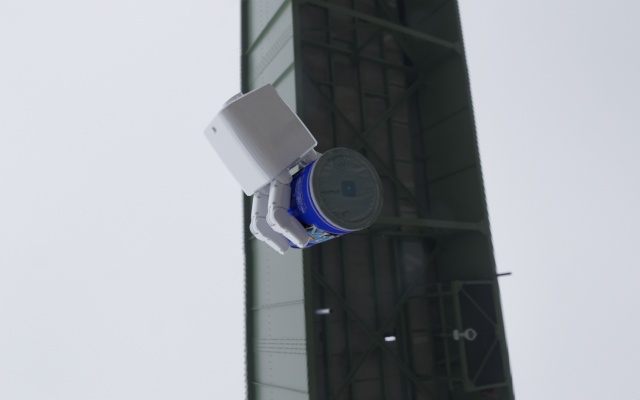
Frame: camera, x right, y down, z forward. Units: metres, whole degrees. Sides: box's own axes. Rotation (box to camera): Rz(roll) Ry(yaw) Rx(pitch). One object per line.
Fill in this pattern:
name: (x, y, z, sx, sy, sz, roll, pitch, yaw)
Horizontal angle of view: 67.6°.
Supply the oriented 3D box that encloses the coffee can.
coffee can: (0.000, 0.002, 0.628, 0.103, 0.102, 0.140, 0, -14, -31)
